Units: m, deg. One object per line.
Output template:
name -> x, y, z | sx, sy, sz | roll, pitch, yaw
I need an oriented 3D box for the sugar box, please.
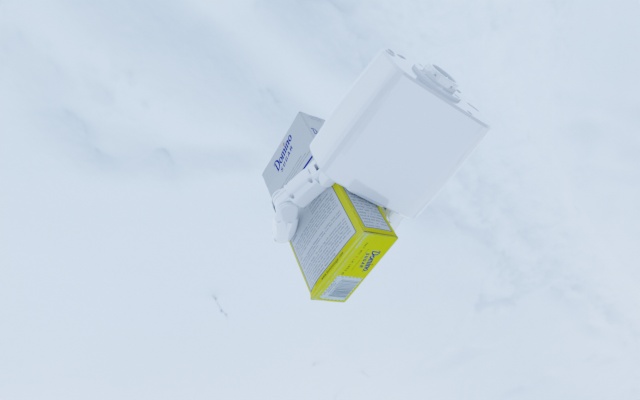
sugar box -> 0.001, 0.002, 0.469 | 0.048, 0.093, 0.176 | 13, 36, -33
